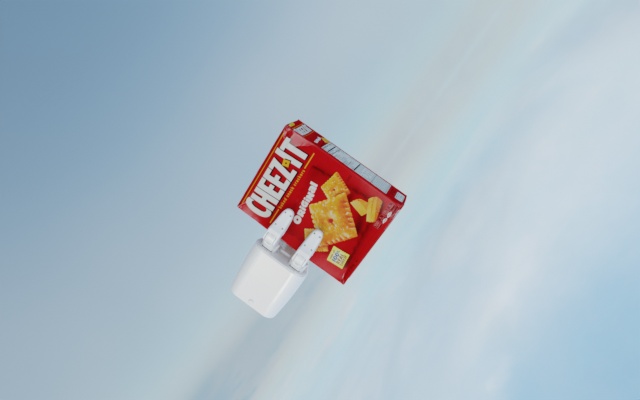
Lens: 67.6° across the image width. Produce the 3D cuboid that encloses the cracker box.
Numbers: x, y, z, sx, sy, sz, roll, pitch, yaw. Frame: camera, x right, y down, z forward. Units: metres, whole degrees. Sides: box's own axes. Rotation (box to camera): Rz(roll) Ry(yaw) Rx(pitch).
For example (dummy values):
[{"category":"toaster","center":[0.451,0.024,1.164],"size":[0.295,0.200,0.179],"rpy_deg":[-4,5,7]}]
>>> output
[{"category":"cracker box","center":[0.000,0.003,0.750],"size":[0.213,0.164,0.072],"rpy_deg":[36,21,4]}]
